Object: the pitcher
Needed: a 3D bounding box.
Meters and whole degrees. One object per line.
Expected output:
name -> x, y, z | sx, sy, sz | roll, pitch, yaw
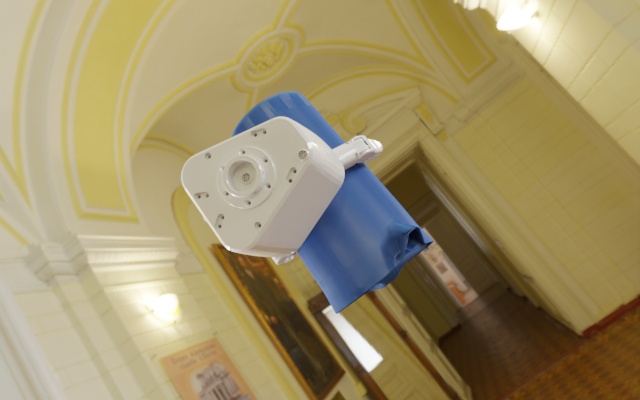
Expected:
pitcher -> 0.000, 0.002, 0.557 | 0.149, 0.242, 0.145 | -39, -13, 10
